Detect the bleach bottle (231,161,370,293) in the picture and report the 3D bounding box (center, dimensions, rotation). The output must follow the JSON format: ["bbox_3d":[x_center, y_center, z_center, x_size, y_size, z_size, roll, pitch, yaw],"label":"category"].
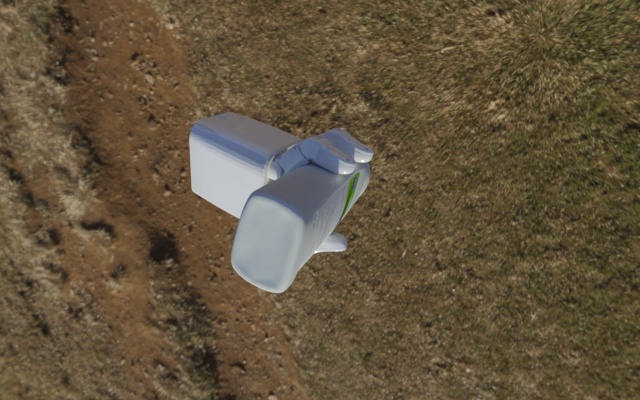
[{"bbox_3d":[0.000,0.002,0.542,0.068,0.103,0.250,25,26,15],"label":"bleach bottle"}]
